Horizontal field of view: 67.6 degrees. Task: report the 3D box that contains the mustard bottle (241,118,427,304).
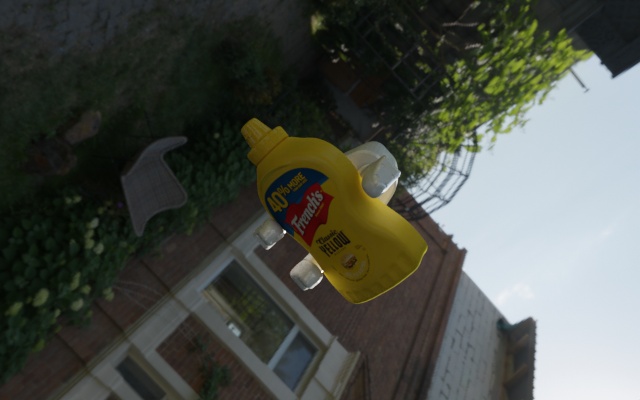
[{"bbox_3d":[0.000,0.002,0.433,0.096,0.191,0.058,-40,4,41],"label":"mustard bottle"}]
